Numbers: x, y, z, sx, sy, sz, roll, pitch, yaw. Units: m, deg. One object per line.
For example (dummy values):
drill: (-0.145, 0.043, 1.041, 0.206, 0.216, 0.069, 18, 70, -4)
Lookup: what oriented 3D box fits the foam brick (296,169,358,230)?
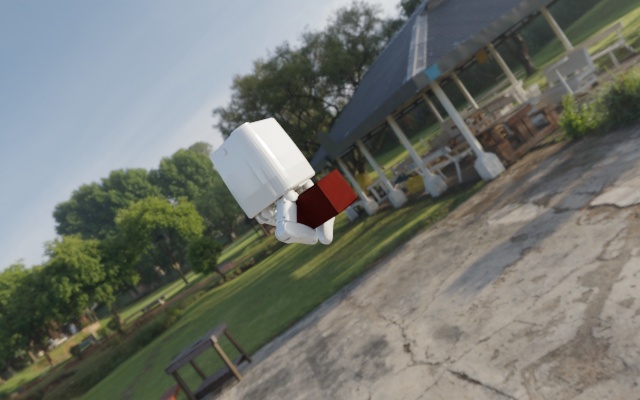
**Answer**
foam brick: (0.000, 0.002, 0.653, 0.078, 0.051, 0.053, -33, 2, 43)
